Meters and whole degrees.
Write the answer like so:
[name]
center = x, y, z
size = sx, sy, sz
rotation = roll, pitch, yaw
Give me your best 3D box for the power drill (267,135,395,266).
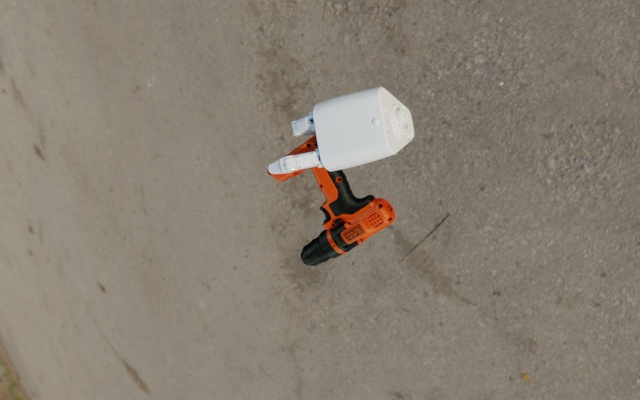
[power drill]
center = 0.000, 0.002, 0.770
size = 0.184, 0.188, 0.057
rotation = -34, 9, 25
